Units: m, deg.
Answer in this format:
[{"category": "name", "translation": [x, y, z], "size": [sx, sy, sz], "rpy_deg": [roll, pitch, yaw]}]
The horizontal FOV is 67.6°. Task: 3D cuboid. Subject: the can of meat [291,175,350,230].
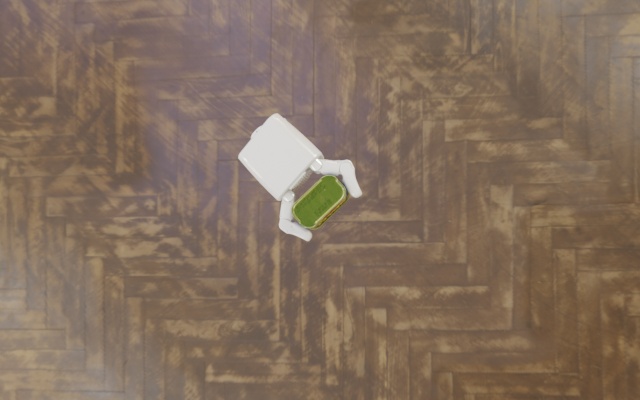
[{"category": "can of meat", "translation": [0.000, 0.003, 0.818], "size": [0.102, 0.057, 0.084], "rpy_deg": [-44, -5, 2]}]
